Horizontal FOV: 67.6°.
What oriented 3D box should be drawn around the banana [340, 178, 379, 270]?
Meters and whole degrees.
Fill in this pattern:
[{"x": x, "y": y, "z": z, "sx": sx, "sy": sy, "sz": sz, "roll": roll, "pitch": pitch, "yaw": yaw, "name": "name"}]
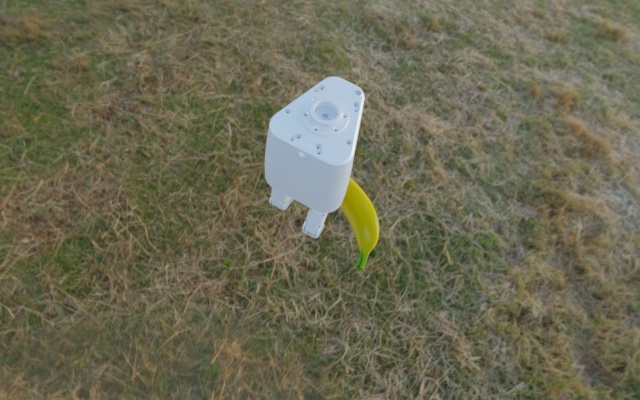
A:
[{"x": 0.017, "y": -0.006, "z": 0.631, "sx": 0.069, "sy": 0.197, "sz": 0.037, "roll": -37, "pitch": -12, "yaw": -8, "name": "banana"}]
